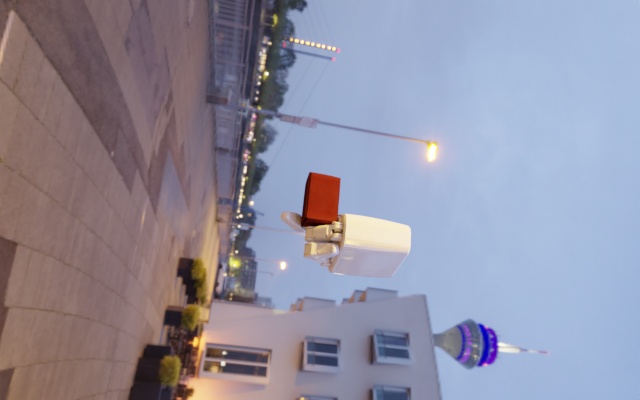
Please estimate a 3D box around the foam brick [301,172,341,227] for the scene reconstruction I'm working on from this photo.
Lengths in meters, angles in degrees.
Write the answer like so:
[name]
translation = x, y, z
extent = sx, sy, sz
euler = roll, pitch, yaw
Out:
[foam brick]
translation = 0.000, 0.002, 0.762
extent = 0.051, 0.078, 0.053
euler = 8, -19, -7
